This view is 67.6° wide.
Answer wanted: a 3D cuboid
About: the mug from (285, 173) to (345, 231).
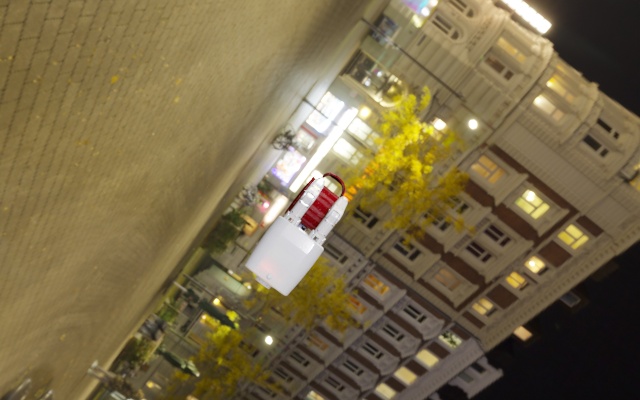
[{"bbox_3d":[0.001,0.002,0.897,0.081,0.117,0.093,38,-6,-4],"label":"mug"}]
